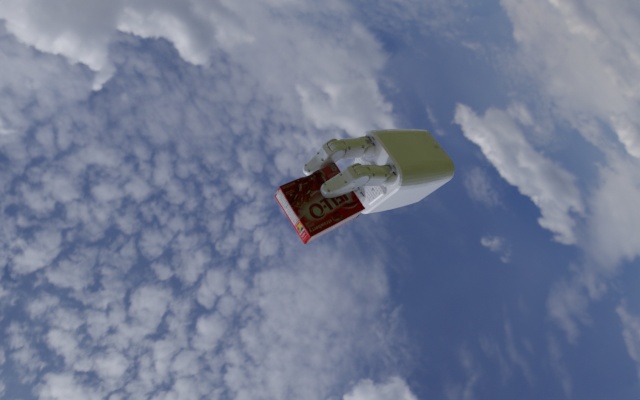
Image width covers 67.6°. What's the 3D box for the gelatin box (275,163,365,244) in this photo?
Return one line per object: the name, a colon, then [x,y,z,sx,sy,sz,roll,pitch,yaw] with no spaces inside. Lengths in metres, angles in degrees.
gelatin box: [0.000,0.002,0.591,0.089,0.073,0.030,-25,-15,-29]
